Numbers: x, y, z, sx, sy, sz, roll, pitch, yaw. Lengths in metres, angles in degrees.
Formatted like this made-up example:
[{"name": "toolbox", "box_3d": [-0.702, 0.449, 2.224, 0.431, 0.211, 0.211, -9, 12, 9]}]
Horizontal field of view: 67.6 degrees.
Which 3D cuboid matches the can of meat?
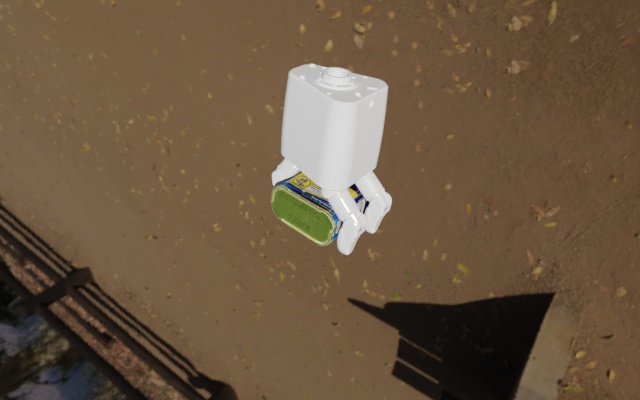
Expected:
[{"name": "can of meat", "box_3d": [0.000, 0.002, 0.606, 0.102, 0.057, 0.084, 30, 41, 24]}]
